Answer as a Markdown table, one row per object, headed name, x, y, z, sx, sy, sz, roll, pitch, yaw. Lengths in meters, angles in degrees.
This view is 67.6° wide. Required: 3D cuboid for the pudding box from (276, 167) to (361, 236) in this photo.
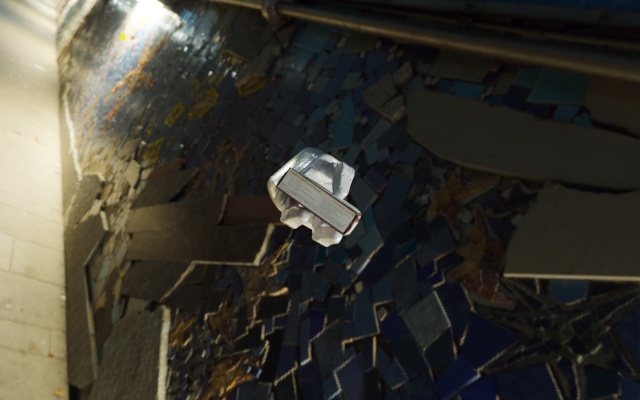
| name | x | y | z | sx | sy | sz | roll | pitch | yaw |
| --- | --- | --- | --- | --- | --- | --- | --- | --- | --- |
| pudding box | 0.000 | 0.002 | 0.653 | 0.113 | 0.039 | 0.090 | 33 | 3 | 8 |
